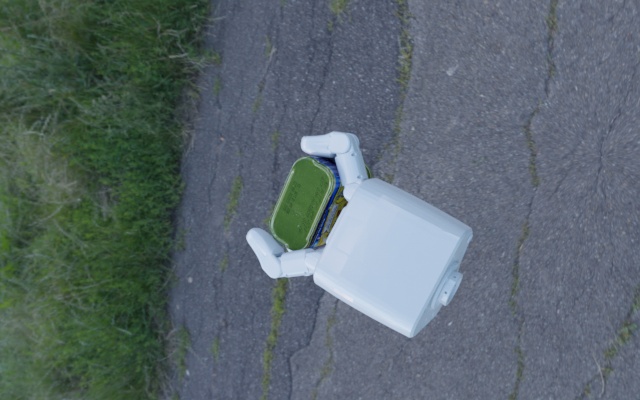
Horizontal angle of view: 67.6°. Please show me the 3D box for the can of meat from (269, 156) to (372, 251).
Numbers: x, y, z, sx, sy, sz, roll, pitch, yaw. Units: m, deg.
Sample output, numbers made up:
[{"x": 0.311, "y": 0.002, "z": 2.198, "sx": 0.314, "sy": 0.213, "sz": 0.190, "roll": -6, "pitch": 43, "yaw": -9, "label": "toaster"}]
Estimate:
[{"x": 0.000, "y": 0.002, "z": 0.509, "sx": 0.057, "sy": 0.102, "sz": 0.084, "roll": 31, "pitch": 19, "yaw": 24, "label": "can of meat"}]
